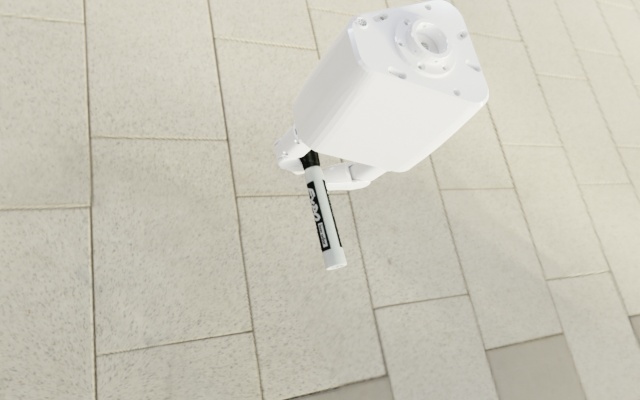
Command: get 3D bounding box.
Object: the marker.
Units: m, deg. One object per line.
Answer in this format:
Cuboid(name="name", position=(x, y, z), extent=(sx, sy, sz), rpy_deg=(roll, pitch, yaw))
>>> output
Cuboid(name="marker", position=(0.000, 0.001, 0.429), extent=(0.020, 0.121, 0.020), rpy_deg=(-13, -16, -4))
